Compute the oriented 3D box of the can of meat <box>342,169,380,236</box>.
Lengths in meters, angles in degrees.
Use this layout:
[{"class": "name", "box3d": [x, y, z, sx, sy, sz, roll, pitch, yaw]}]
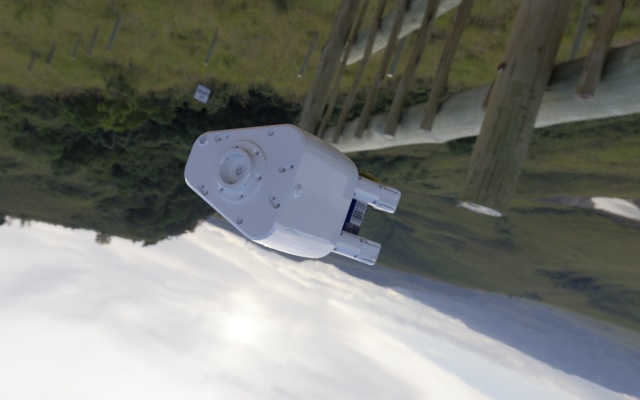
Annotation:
[{"class": "can of meat", "box3d": [0.000, 0.002, 0.505, 0.102, 0.084, 0.057, 18, -3, 25]}]
